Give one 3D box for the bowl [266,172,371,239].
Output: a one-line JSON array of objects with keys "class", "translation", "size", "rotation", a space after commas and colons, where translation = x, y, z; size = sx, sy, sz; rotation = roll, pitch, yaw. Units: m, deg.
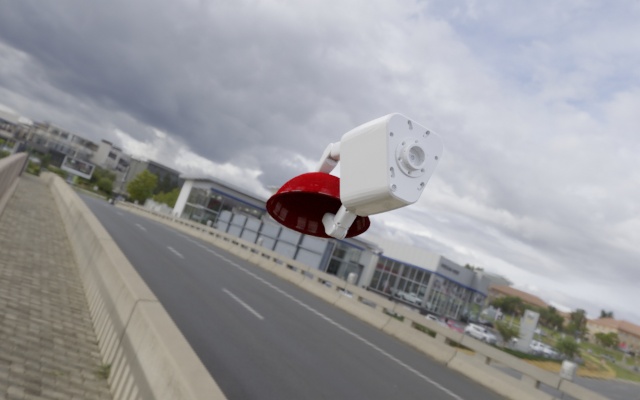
[{"class": "bowl", "translation": [-0.001, 0.002, 0.739], "size": [0.162, 0.055, 0.162], "rotation": [9, -26, 4]}]
